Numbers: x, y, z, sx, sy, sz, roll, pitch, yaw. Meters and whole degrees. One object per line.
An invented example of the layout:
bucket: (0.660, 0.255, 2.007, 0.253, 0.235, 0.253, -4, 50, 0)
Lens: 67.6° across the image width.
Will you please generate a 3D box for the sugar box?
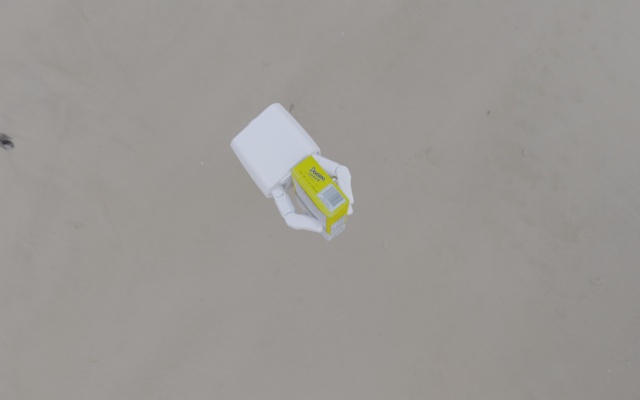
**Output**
sugar box: (0.000, 0.002, 0.759, 0.048, 0.093, 0.176, -37, -12, -7)
